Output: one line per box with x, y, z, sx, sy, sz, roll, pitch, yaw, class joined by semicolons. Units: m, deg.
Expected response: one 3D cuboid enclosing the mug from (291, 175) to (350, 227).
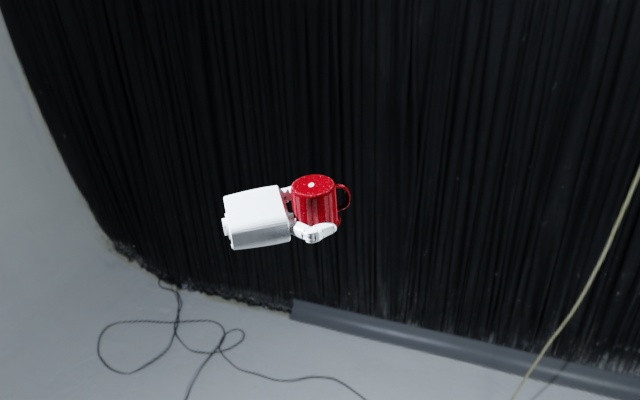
0.002;0.002;0.884;0.117;0.081;0.093;-12;32;-13;mug
